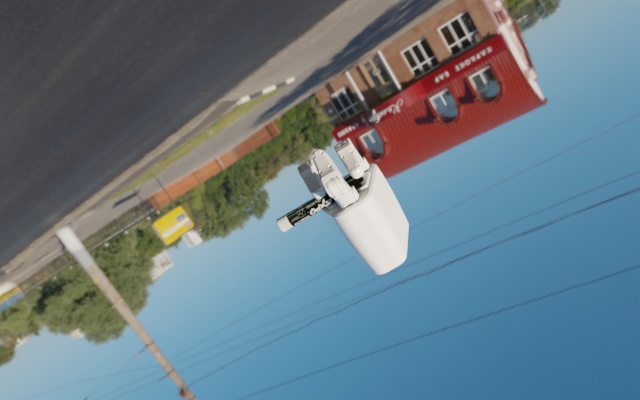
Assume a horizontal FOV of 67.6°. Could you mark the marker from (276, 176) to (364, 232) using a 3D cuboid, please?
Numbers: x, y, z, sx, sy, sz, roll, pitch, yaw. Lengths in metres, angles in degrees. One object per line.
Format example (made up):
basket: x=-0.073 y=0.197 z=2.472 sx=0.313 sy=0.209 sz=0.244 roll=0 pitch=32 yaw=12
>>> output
marker: x=0.000 y=0.002 z=0.594 sx=0.121 sy=0.020 sz=0.020 roll=-31 pitch=-6 yaw=9
